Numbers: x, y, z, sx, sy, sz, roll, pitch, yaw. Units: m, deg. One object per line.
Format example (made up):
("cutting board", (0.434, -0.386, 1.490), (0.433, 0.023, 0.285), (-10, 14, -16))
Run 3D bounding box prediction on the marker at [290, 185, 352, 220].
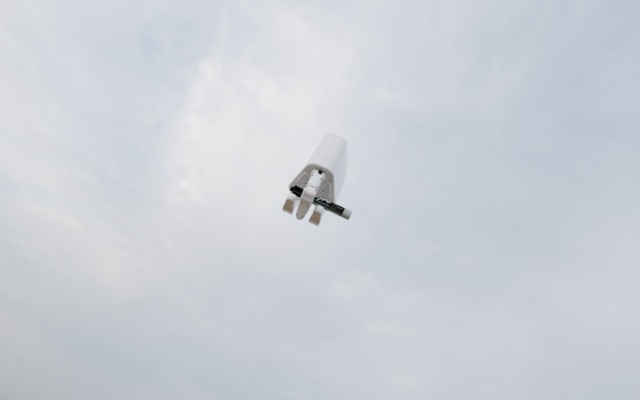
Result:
("marker", (0.000, 0.003, 0.874), (0.121, 0.020, 0.020), (24, 0, 1))
